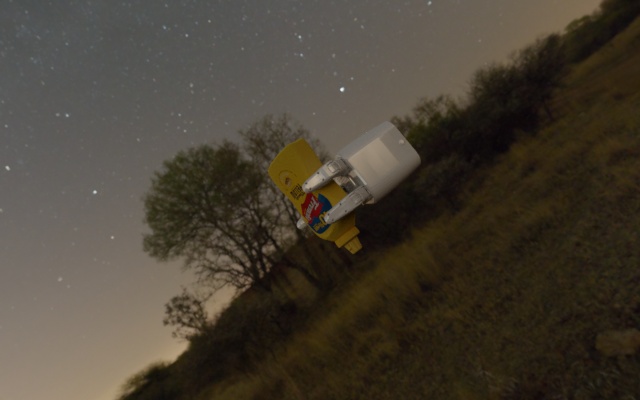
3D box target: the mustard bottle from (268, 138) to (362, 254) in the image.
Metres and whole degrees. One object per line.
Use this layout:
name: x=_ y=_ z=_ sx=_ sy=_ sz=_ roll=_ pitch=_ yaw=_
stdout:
mustard bottle: x=0.000 y=0.002 z=0.748 sx=0.058 sy=0.191 sz=0.096 roll=-33 pitch=-8 yaw=-40
